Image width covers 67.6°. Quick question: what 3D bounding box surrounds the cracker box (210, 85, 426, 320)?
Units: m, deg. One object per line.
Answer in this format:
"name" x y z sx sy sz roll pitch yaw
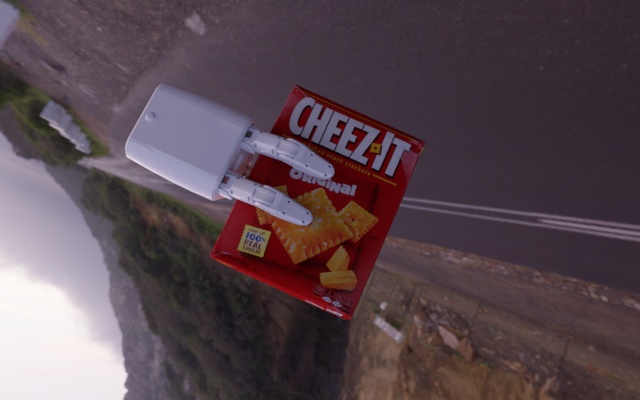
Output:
"cracker box" 0.000 0.002 0.536 0.164 0.213 0.072 24 -11 2
